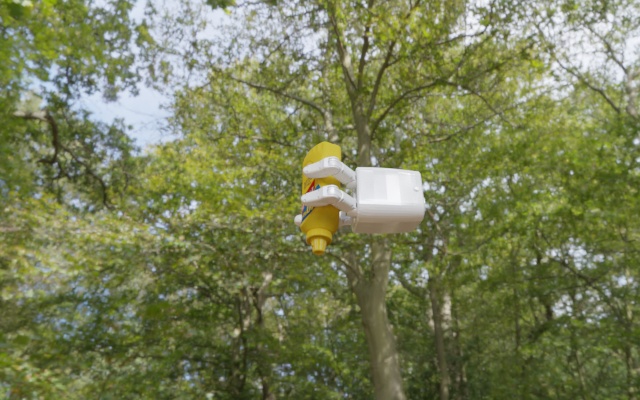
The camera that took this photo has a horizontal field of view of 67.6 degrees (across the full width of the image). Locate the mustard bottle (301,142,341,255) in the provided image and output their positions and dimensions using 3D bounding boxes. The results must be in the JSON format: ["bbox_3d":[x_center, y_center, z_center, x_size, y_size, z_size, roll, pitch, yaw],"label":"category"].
[{"bbox_3d":[0.000,0.002,0.793,0.058,0.191,0.096,16,-37,-21],"label":"mustard bottle"}]
